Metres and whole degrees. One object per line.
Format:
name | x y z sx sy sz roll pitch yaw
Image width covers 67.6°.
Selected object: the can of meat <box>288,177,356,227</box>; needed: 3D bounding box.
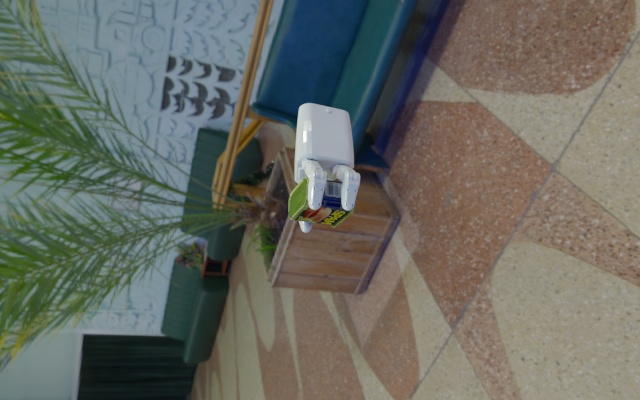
can of meat | 0.000 0.003 0.794 0.084 0.057 0.102 8 -23 -20
